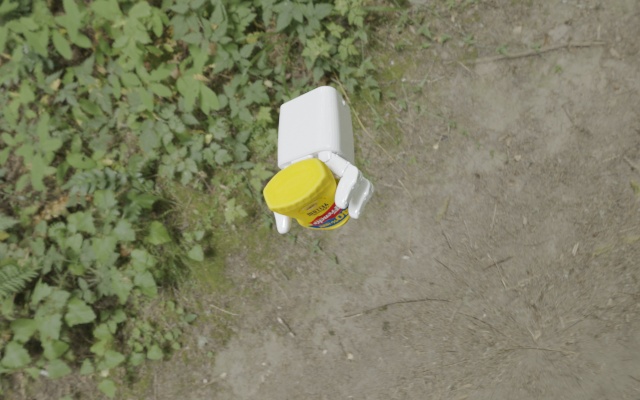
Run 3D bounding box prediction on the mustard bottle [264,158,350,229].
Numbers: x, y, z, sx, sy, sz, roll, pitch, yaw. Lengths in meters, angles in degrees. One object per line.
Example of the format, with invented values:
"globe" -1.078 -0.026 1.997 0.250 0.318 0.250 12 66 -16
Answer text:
"mustard bottle" 0.000 0.003 0.723 0.096 0.058 0.192 -32 -26 13
